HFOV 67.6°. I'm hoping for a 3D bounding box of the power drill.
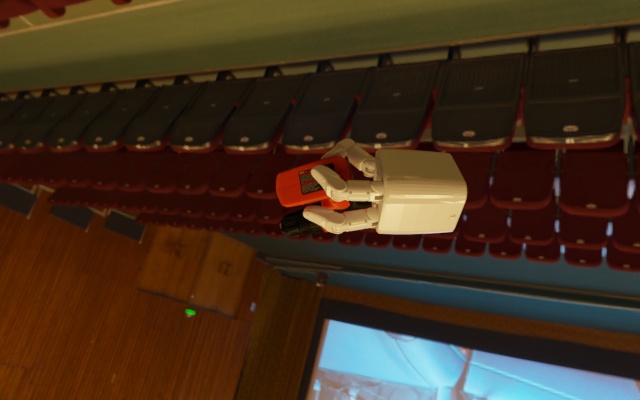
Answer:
[{"bbox_3d":[0.000,0.002,0.729,0.184,0.057,0.188,-17,-20,12],"label":"power drill"}]
